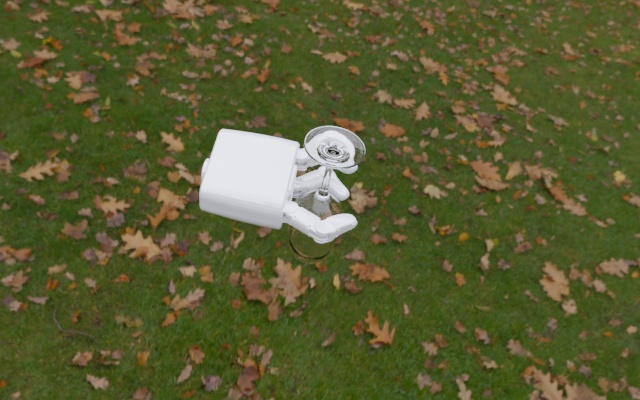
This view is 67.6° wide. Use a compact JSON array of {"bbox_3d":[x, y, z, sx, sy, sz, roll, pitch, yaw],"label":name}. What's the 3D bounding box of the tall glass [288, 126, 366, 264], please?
[{"bbox_3d":[0.000,0.002,0.633,0.079,0.079,0.201,0,-42,-12],"label":"tall glass"}]
